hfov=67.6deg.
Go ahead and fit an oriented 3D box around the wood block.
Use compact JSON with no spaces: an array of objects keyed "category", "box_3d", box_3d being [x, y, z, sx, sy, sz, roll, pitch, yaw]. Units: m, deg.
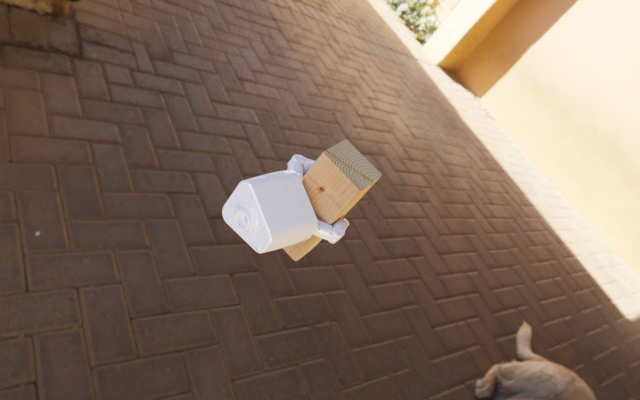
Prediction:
[{"category":"wood block","box_3d":[0.000,0.003,0.848,0.206,0.091,0.090,-49,-8,36]}]
